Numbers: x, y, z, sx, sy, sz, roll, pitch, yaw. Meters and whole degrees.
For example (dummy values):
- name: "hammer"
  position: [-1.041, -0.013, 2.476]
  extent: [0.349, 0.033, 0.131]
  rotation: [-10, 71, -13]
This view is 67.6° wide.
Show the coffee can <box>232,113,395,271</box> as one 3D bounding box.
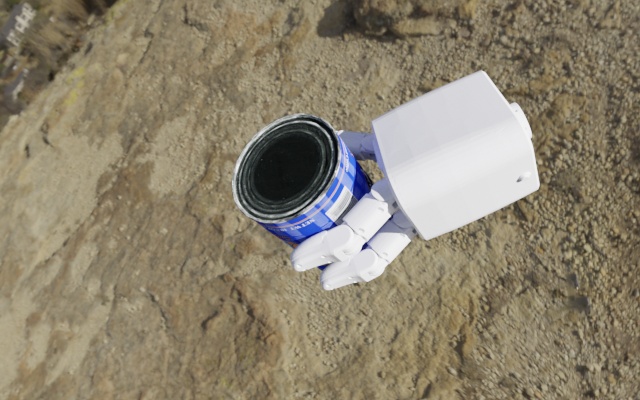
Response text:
- name: "coffee can"
  position: [0.000, 0.002, 0.445]
  extent: [0.103, 0.102, 0.140]
  rotation: [0, -25, 29]
